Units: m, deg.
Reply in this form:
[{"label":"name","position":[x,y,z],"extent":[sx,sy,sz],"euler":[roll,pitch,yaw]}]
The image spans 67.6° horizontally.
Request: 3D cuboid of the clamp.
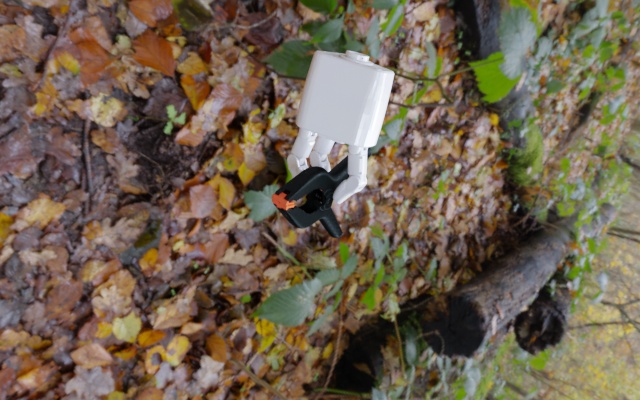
[{"label":"clamp","position":[0.001,0.003,0.721],"extent":[0.036,0.165,0.210],"euler":[26,25,28]}]
